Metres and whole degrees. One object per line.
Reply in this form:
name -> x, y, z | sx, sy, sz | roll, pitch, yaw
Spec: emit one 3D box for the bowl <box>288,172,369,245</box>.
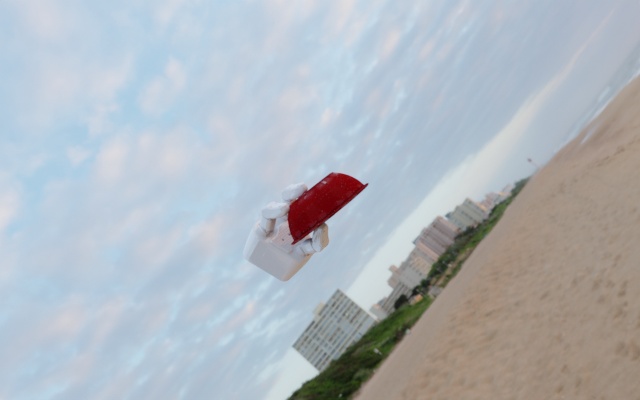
bowl -> 0.001, 0.002, 0.784 | 0.162, 0.055, 0.162 | -38, 1, 1
